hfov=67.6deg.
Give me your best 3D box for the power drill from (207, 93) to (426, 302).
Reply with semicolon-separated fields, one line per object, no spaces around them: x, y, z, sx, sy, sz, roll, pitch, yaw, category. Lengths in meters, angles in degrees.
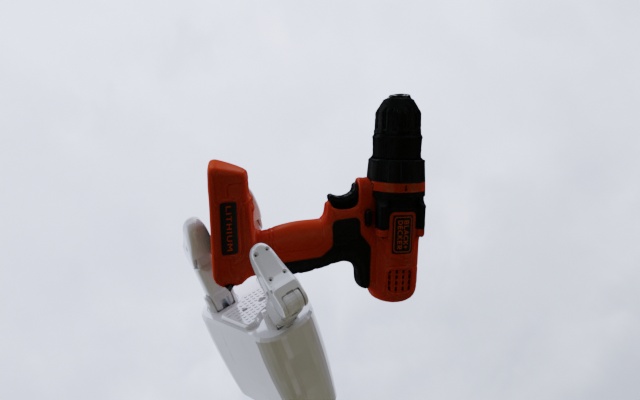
0.000;0.002;0.410;0.187;0.184;0.057;-1;8;-9;power drill
